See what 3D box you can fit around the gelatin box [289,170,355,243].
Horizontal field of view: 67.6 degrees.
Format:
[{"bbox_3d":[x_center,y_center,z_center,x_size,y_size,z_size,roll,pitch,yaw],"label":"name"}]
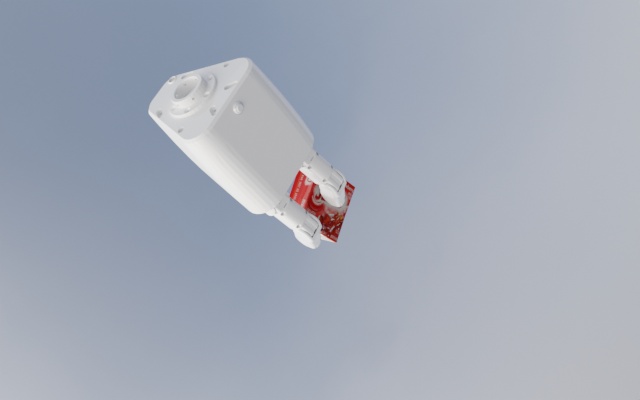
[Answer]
[{"bbox_3d":[0.000,0.002,0.548,0.030,0.073,0.089,13,-11,33],"label":"gelatin box"}]
